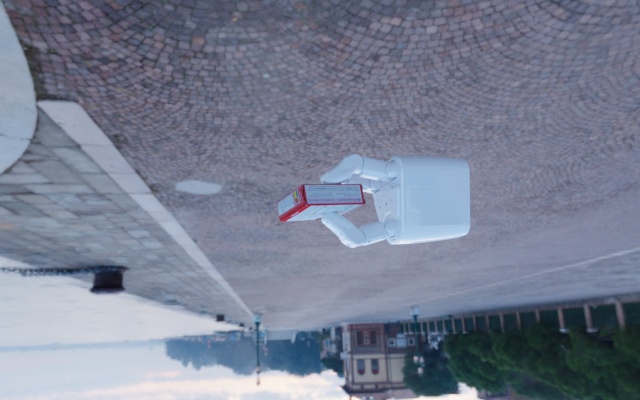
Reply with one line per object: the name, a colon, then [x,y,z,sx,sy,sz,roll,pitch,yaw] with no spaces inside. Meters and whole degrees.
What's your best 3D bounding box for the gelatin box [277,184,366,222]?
gelatin box: [0.000,0.002,0.603,0.089,0.030,0.073,-2,-15,-32]
